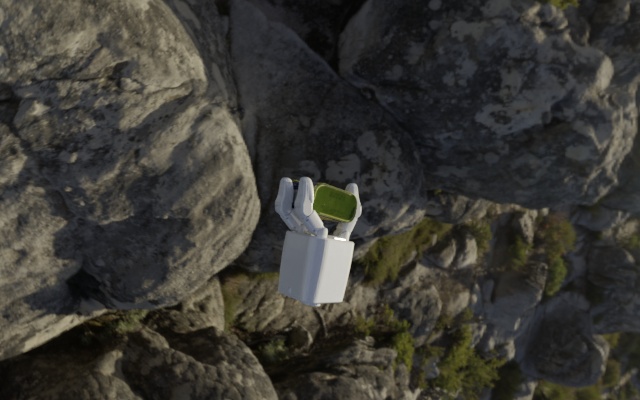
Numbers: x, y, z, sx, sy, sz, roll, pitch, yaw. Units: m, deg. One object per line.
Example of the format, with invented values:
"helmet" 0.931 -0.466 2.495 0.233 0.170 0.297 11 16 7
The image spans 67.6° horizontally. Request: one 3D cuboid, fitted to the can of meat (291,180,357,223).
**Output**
"can of meat" 0.000 0.003 0.808 0.102 0.057 0.084 17 -7 -37
